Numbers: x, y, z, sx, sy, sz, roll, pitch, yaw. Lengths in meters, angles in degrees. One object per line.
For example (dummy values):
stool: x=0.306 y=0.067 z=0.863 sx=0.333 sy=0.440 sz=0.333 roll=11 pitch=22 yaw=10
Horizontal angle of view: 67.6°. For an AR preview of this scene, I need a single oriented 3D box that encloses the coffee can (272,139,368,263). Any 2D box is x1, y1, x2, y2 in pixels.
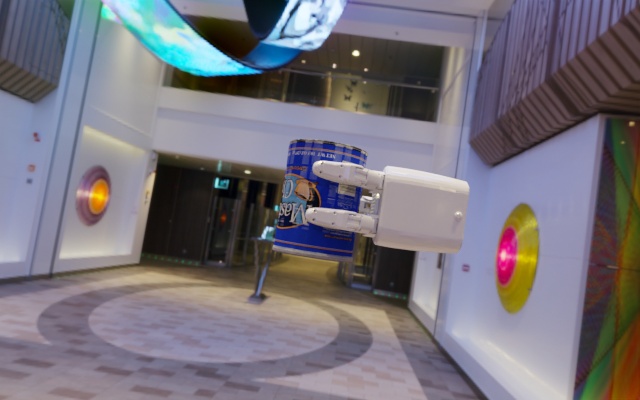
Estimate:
coffee can: x=0.000 y=0.002 z=0.611 sx=0.103 sy=0.140 sz=0.103 roll=9 pitch=-4 yaw=1
